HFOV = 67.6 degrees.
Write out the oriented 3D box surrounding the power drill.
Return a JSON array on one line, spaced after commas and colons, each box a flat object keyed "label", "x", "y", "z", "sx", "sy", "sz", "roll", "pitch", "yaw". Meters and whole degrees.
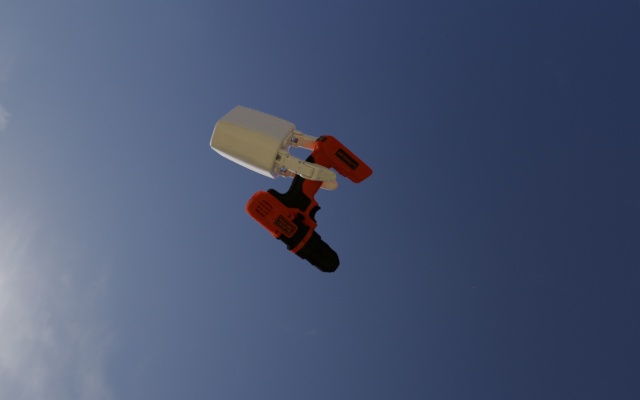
[{"label": "power drill", "x": 0.000, "y": 0.002, "z": 0.783, "sx": 0.184, "sy": 0.187, "sz": 0.057, "roll": 40, "pitch": -7, "yaw": -13}]
